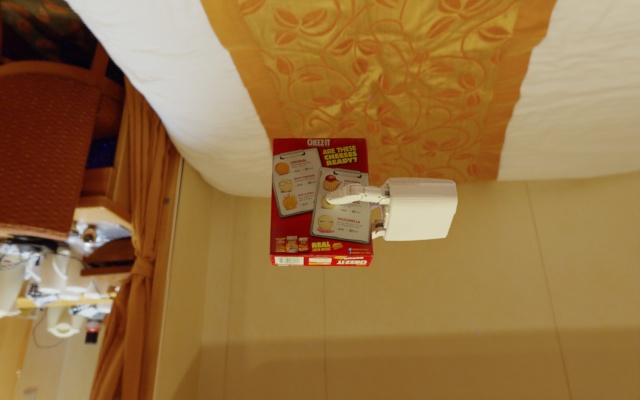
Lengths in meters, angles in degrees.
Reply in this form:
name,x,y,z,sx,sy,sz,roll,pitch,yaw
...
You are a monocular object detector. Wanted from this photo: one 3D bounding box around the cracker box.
name,x,y,z,sx,sy,sz,roll,pitch,yaw
cracker box,0.000,0.003,0.804,0.164,0.213,0.072,0,-24,-2
